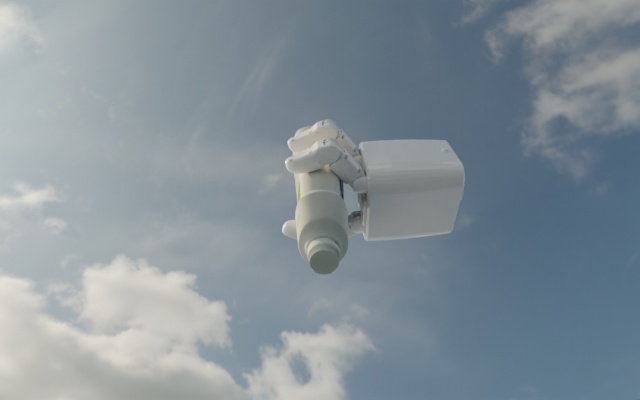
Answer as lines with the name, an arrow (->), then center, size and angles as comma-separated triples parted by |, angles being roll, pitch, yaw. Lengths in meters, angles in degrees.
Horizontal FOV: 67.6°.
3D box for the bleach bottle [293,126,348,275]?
bleach bottle -> 0.000, 0.002, 0.551 | 0.068, 0.103, 0.250 | -4, 30, 0
